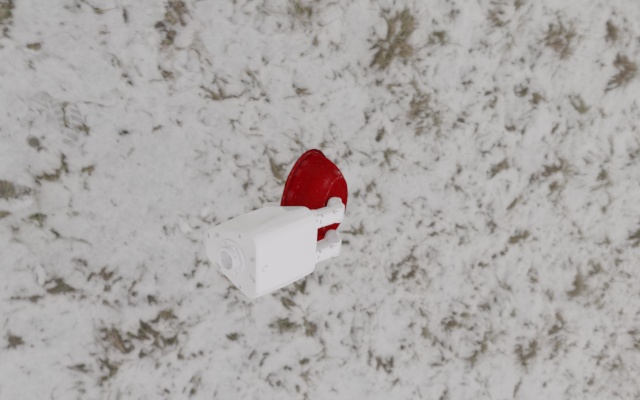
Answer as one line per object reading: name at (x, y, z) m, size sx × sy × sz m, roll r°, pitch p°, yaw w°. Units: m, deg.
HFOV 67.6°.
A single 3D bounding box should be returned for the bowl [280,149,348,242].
bowl at (0.001, 0.002, 0.753) m, size 0.055 × 0.162 × 0.162 m, roll 13°, pitch 5°, yaw 24°
